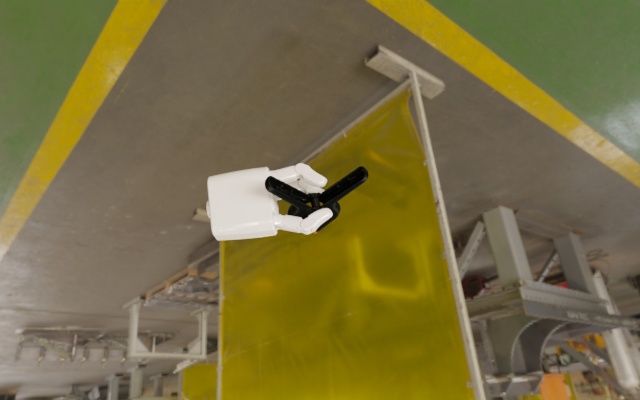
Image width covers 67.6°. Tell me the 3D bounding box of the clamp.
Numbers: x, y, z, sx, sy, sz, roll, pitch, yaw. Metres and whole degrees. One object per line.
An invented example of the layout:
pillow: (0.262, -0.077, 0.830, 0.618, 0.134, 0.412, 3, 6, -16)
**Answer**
clamp: (0.000, 0.004, 0.829, 0.164, 0.036, 0.210, -8, -26, 0)
